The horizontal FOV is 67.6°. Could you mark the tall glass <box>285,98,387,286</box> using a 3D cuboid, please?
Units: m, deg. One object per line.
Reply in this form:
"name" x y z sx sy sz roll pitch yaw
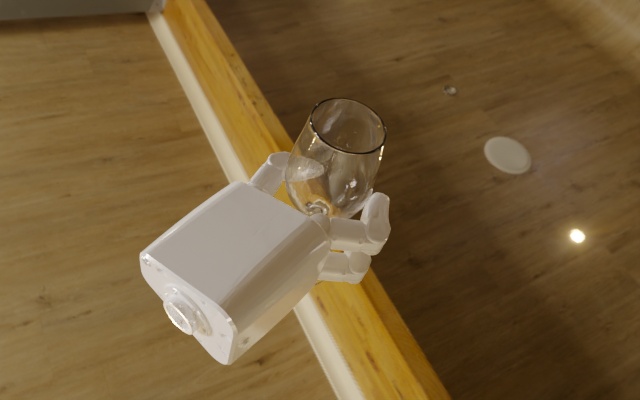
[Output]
"tall glass" 0.000 0.002 0.443 0.079 0.079 0.201 0 -37 -16
